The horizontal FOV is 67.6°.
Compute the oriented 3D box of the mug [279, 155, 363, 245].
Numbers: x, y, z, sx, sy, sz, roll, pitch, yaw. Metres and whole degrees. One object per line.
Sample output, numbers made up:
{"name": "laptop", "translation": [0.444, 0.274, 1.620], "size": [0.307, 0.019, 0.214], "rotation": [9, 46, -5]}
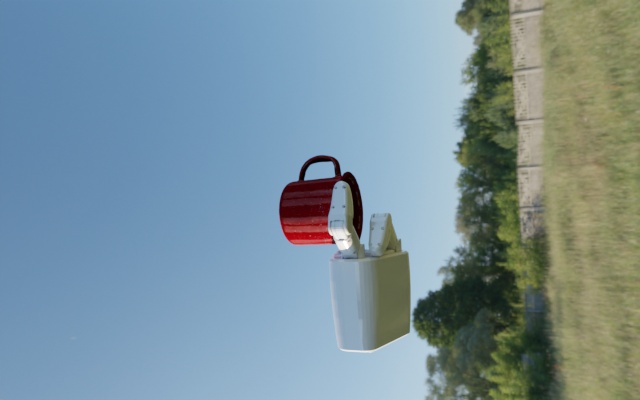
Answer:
{"name": "mug", "translation": [0.000, 0.001, 0.594], "size": [0.081, 0.117, 0.093], "rotation": [-4, -2, 22]}
